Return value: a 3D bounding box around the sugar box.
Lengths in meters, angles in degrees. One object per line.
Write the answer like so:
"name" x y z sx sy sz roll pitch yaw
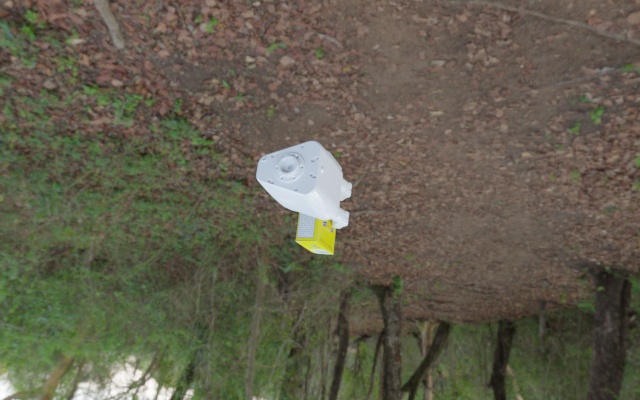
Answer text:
"sugar box" 0.001 0.003 0.878 0.048 0.176 0.093 1 -19 22
